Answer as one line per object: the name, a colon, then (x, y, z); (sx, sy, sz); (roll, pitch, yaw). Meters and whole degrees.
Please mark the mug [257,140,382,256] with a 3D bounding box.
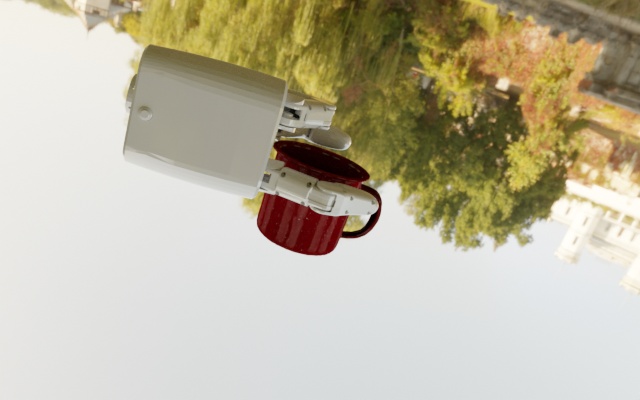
mug: (0.001, 0.002, 0.449); (0.117, 0.081, 0.093); (16, 18, -12)
